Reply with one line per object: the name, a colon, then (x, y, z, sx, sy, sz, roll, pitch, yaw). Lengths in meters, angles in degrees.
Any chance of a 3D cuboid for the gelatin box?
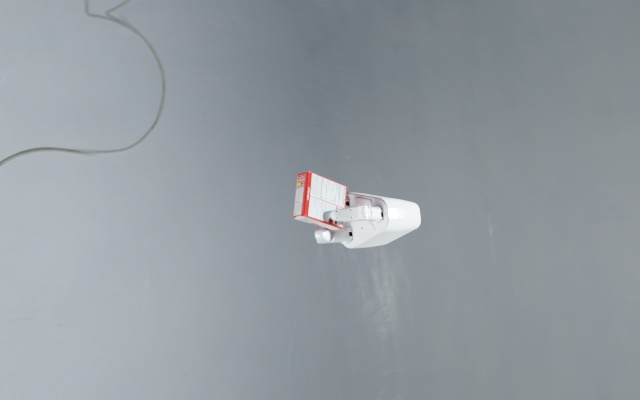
gelatin box: (0.000, 0.002, 0.754, 0.089, 0.073, 0.030, 20, -22, -41)
